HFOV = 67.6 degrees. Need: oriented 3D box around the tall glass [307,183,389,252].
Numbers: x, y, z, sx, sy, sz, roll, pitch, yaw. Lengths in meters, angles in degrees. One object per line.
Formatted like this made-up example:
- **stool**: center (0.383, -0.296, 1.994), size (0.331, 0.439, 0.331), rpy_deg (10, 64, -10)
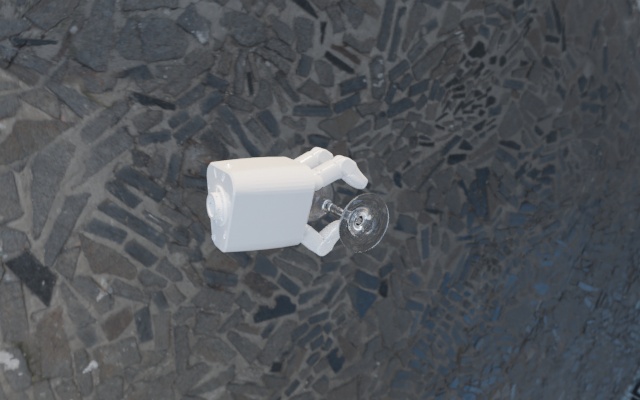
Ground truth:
- **tall glass**: center (0.001, 0.002, 0.653), size (0.079, 0.079, 0.201), rpy_deg (0, 15, -33)
